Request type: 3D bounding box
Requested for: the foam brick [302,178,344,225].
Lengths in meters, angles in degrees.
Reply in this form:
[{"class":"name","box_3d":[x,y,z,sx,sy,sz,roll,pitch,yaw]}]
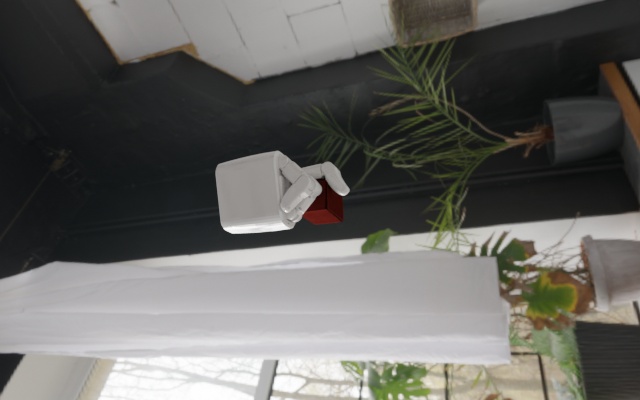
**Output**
[{"class":"foam brick","box_3d":[0.000,0.003,0.764,0.051,0.053,0.078,-8,-20,19]}]
